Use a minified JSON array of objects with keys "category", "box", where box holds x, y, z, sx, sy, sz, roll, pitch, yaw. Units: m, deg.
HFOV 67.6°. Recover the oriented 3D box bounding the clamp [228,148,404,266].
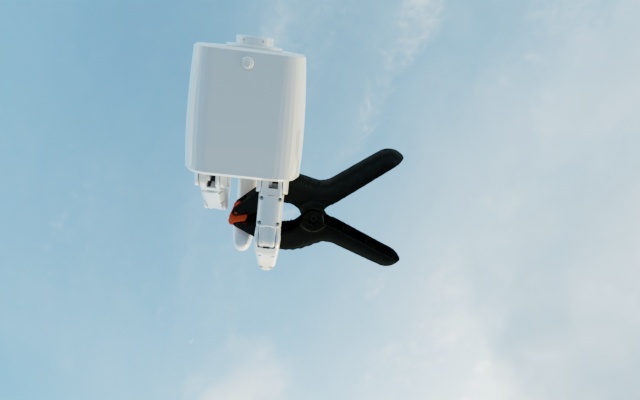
[{"category":"clamp","box":[0.000,0.001,0.457,0.171,0.120,0.039,6,18,-4]}]
